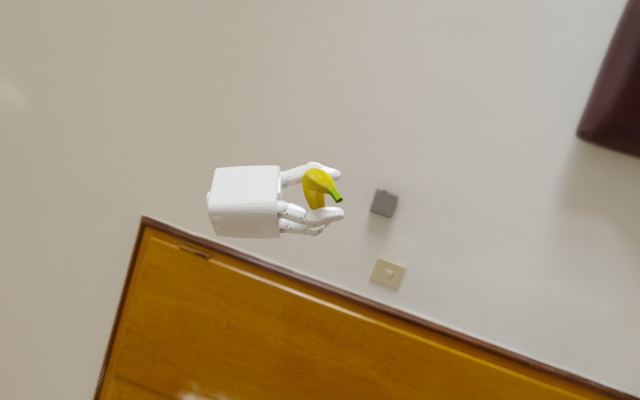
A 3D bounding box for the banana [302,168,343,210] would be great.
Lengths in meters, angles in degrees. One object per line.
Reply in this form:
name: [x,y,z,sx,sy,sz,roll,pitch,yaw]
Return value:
banana: [-0.006,-0.015,0.766,0.037,0.069,0.198,-20,-3,-8]
